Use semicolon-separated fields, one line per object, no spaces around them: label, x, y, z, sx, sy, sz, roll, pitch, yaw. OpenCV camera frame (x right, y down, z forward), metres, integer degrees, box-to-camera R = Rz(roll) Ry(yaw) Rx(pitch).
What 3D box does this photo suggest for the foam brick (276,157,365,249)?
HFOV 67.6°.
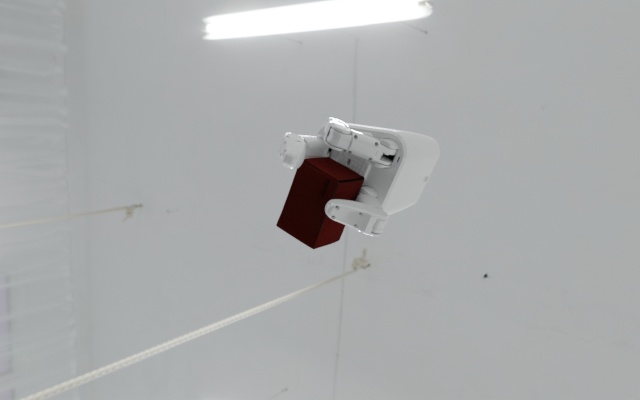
foam brick;0.000;0.002;0.489;0.053;0.078;0.051;32;22;26
